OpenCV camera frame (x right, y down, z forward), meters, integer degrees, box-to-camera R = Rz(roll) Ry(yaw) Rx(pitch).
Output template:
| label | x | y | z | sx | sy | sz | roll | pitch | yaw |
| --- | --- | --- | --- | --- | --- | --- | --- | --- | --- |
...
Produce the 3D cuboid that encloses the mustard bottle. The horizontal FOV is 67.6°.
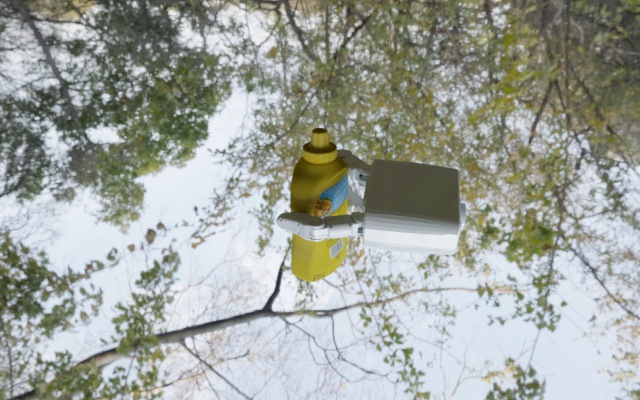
| label | x | y | z | sx | sy | sz | roll | pitch | yaw |
| --- | --- | --- | --- | --- | --- | --- | --- | --- | --- |
| mustard bottle | 0.000 | 0.002 | 0.596 | 0.058 | 0.192 | 0.096 | 19 | 36 | 29 |
